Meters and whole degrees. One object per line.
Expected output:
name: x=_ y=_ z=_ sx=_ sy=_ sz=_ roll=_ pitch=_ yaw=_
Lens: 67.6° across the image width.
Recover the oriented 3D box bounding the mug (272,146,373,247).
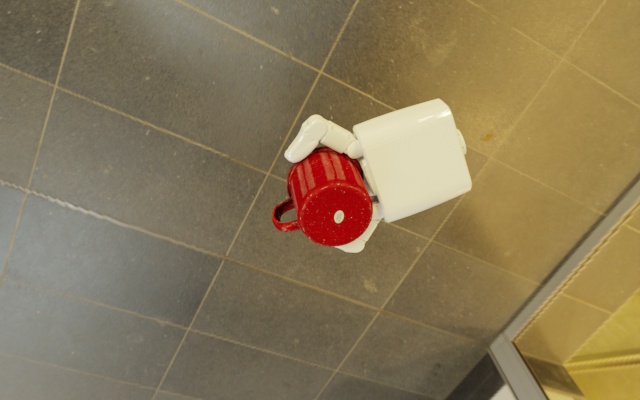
mug: x=-0.001 y=0.002 z=0.533 sx=0.117 sy=0.093 sz=0.081 roll=-21 pitch=30 yaw=3
